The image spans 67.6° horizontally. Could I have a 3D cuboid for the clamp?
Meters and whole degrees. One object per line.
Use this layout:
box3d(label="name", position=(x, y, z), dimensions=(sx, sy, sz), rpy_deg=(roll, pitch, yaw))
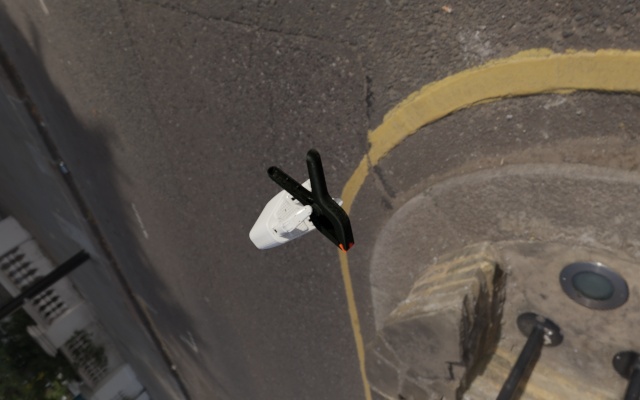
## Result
box3d(label="clamp", position=(0.000, 0.004, 0.858), dimensions=(0.036, 0.210, 0.164), rpy_deg=(-42, 8, -29))
